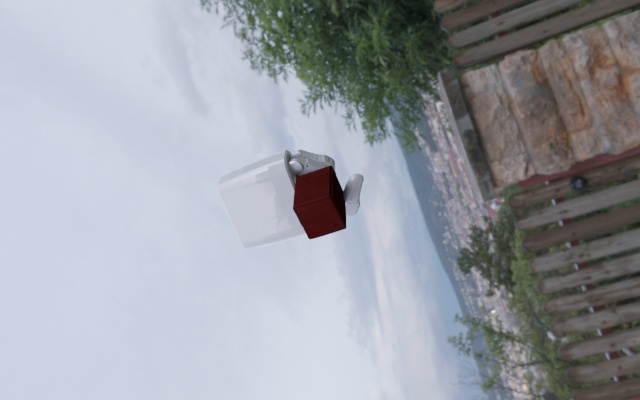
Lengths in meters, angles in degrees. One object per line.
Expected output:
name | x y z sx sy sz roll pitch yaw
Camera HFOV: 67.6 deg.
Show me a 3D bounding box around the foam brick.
foam brick | 0.000 0.002 0.606 0.051 0.053 0.078 -18 31 12
